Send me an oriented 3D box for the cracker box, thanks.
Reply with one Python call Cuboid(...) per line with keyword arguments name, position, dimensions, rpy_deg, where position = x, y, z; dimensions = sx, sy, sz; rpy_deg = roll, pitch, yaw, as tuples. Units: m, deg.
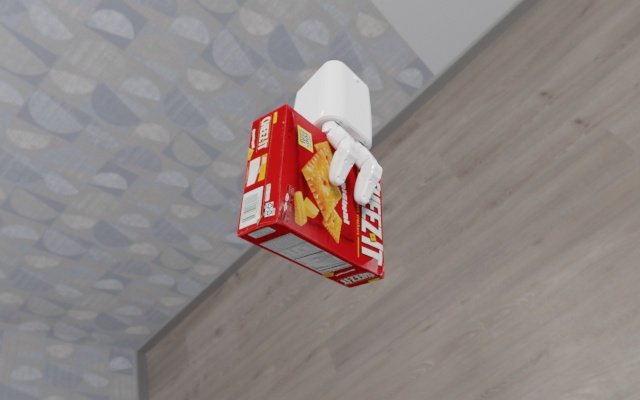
Cuboid(name="cracker box", position=(0.000, 0.002, 0.623), dimensions=(0.072, 0.164, 0.214), rpy_deg=(-20, -36, 35))
